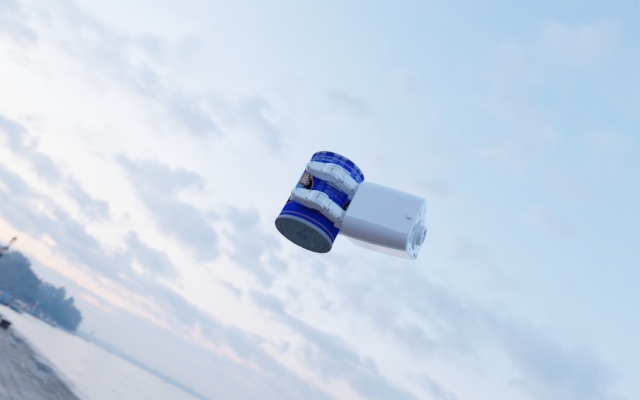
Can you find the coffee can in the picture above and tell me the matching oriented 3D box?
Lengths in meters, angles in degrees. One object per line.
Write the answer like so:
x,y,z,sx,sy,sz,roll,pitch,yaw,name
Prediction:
0.000,0.003,0.800,0.103,0.140,0.103,22,-26,12,coffee can
